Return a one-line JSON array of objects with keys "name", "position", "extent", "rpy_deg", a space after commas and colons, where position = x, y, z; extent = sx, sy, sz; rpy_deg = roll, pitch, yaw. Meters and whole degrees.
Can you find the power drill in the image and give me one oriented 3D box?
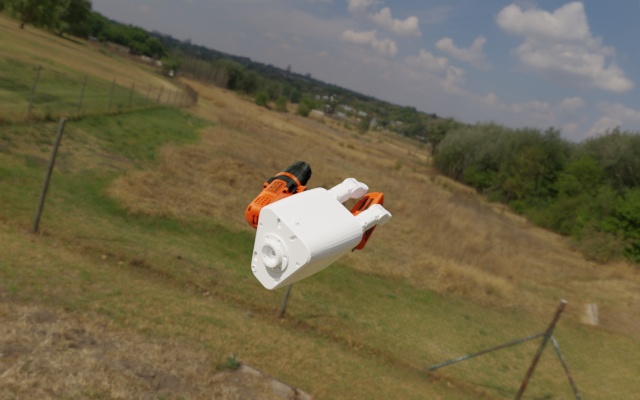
[{"name": "power drill", "position": [0.000, 0.003, 0.757], "extent": [0.187, 0.057, 0.184], "rpy_deg": [13, 36, 18]}]
